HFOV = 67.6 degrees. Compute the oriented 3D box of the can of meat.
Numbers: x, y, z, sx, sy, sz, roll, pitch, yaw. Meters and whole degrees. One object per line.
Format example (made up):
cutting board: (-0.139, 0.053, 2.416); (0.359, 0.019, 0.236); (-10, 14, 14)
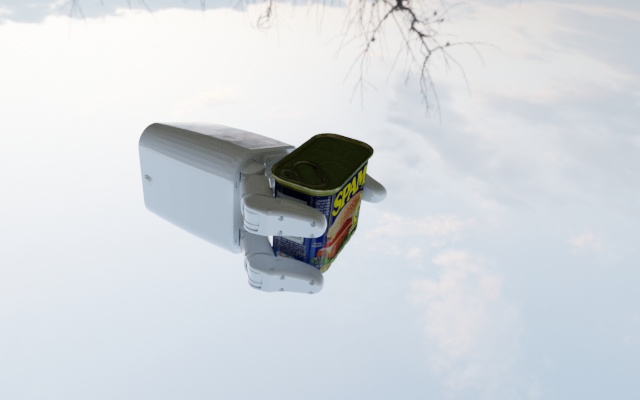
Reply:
can of meat: (0.000, 0.002, 0.404); (0.057, 0.084, 0.102); (19, 33, 19)
